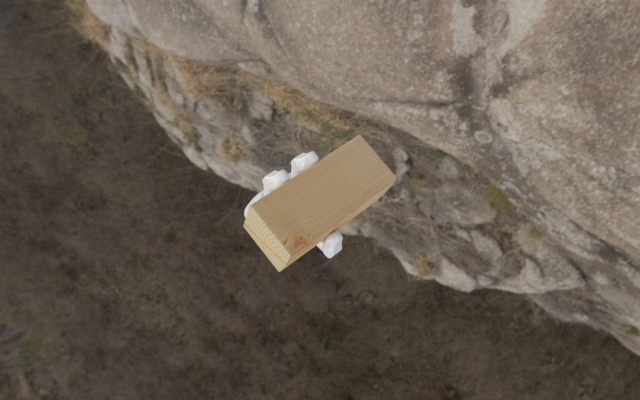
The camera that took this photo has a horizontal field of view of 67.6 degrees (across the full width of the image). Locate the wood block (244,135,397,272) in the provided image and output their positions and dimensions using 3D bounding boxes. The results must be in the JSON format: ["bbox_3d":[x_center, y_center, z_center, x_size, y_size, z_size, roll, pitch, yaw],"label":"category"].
[{"bbox_3d":[0.000,0.003,0.707,0.206,0.091,0.090,-35,-10,-25],"label":"wood block"}]
